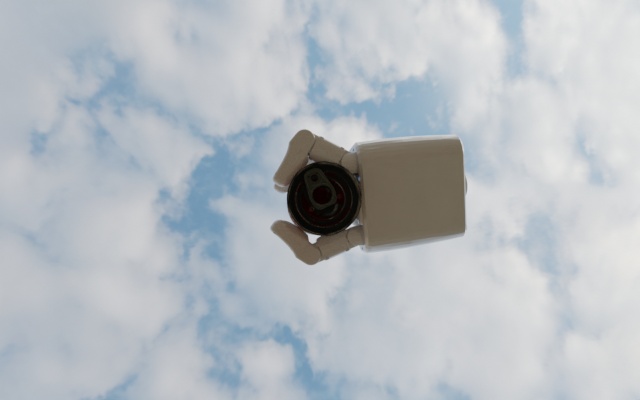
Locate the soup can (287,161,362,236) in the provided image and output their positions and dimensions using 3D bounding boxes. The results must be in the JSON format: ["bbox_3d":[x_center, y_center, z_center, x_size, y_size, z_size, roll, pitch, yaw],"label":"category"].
[{"bbox_3d":[0.000,0.002,0.478,0.068,0.068,0.102,0,-4,-4],"label":"soup can"}]
